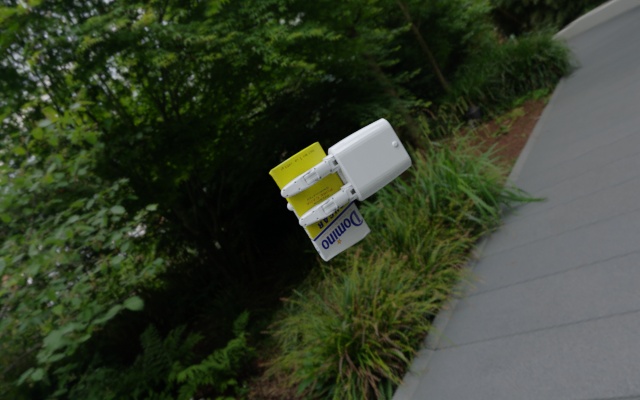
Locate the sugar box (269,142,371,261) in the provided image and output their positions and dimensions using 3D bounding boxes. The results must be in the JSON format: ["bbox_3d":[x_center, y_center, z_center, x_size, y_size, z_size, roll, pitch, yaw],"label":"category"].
[{"bbox_3d":[0.000,0.002,0.792,0.093,0.176,0.048,-33,5,-7],"label":"sugar box"}]
